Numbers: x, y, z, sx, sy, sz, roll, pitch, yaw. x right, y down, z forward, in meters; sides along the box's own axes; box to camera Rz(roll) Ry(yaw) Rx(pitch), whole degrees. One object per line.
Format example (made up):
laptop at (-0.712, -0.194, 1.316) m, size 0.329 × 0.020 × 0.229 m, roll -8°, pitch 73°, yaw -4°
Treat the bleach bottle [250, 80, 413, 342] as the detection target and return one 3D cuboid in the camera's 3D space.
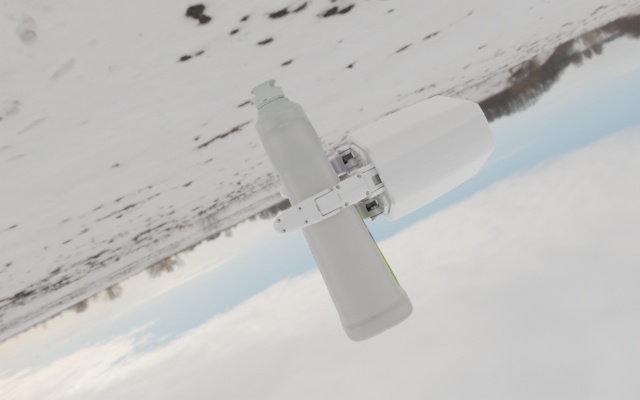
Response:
bleach bottle at (0.000, 0.002, 0.460) m, size 0.068 × 0.251 × 0.102 m, roll -27°, pitch 2°, yaw -1°
